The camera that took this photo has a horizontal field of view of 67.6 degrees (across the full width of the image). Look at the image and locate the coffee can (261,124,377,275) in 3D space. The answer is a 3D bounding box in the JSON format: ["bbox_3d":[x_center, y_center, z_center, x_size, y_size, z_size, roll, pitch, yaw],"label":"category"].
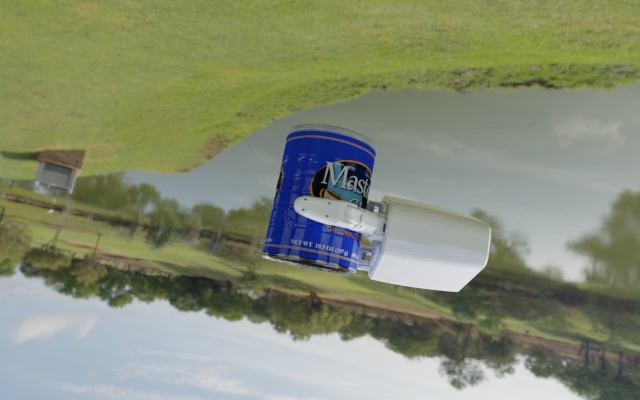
[{"bbox_3d":[0.000,0.002,0.519,0.103,0.140,0.103,10,-11,2],"label":"coffee can"}]
